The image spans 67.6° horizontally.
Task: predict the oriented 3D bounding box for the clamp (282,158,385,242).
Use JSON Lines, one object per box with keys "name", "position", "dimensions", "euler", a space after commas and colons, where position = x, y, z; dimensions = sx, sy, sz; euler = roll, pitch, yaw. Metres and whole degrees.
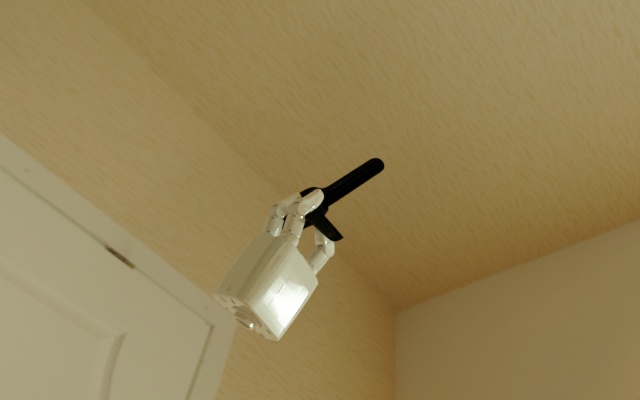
{"name": "clamp", "position": [0.000, 0.003, 0.753], "dimensions": [0.210, 0.036, 0.164], "euler": [-8, 37, 51]}
